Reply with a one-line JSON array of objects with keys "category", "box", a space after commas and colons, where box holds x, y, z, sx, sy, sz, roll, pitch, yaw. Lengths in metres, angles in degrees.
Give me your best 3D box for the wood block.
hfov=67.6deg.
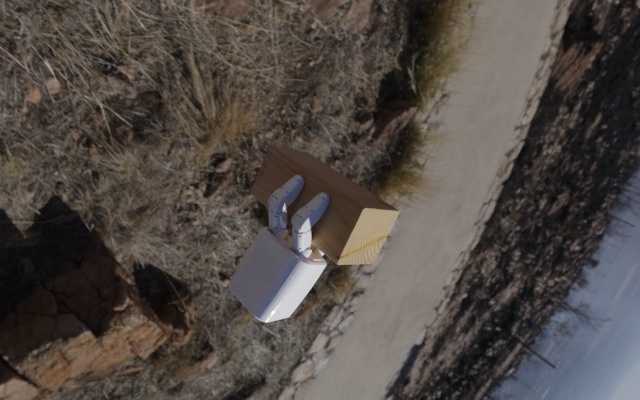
[{"category": "wood block", "box": [0.000, 0.003, 0.714, 0.206, 0.090, 0.091, 36, 18, 37]}]
